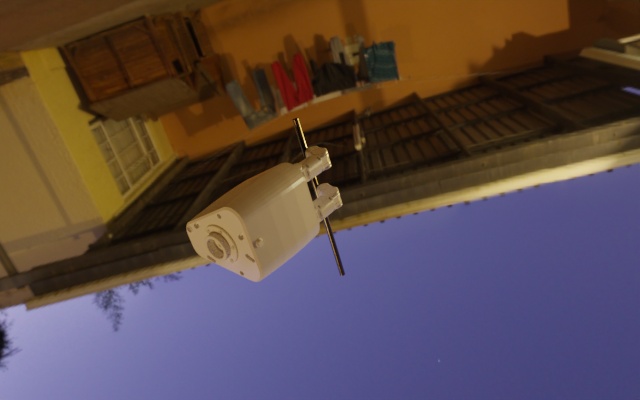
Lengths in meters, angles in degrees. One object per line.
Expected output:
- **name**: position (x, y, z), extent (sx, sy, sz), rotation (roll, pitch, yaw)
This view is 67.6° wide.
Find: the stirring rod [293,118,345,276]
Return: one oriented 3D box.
- **stirring rod**: position (0.000, 0.002, 0.657), extent (0.011, 0.240, 0.011), rotation (-14, 22, 6)
